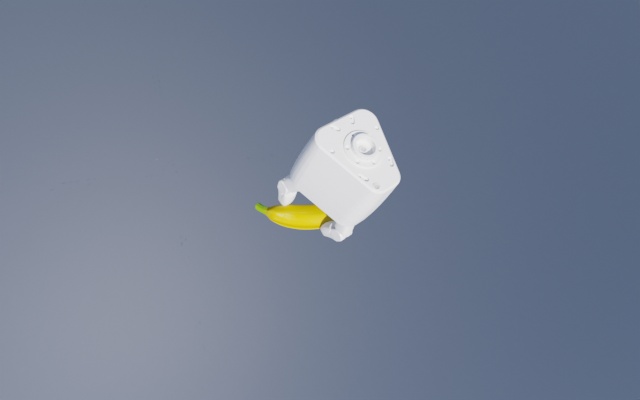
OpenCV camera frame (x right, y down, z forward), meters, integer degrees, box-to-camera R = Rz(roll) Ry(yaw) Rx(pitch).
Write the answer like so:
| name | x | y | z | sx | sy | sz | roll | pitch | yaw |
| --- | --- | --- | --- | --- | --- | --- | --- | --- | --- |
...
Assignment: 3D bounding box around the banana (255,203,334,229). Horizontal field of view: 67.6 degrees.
| name | x | y | z | sx | sy | sz | roll | pitch | yaw |
| --- | --- | --- | --- | --- | --- | --- | --- | --- | --- |
| banana | 0.003 | 0.015 | 0.744 | 0.198 | 0.037 | 0.069 | -3 | 41 | -22 |
